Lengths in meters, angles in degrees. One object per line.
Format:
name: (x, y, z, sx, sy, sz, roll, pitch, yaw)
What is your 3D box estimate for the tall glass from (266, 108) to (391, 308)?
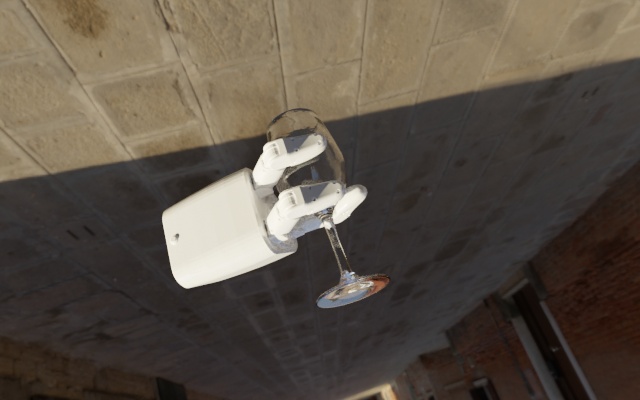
tall glass: (0.000, 0.002, 0.489, 0.079, 0.201, 0.079, -16, -25, -8)
